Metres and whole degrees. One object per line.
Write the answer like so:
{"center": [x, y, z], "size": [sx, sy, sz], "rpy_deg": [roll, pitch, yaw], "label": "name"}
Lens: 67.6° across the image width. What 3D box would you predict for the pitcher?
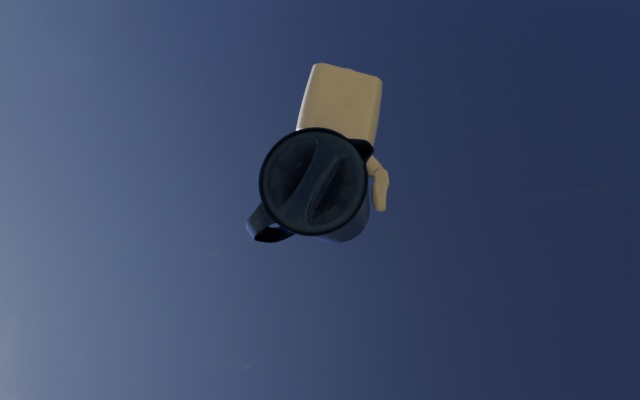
{"center": [0.000, 0.002, 0.676], "size": [0.149, 0.145, 0.243], "rpy_deg": [8, -9, 11], "label": "pitcher"}
